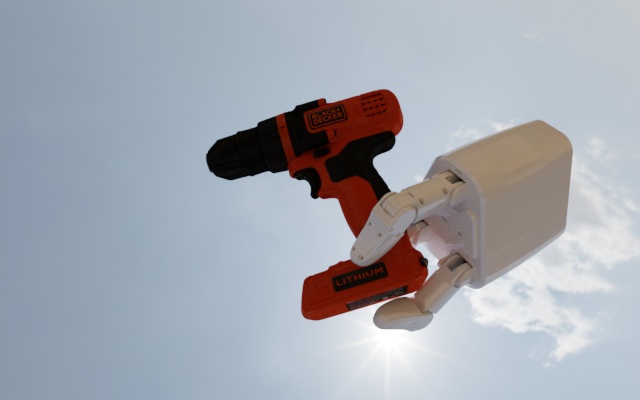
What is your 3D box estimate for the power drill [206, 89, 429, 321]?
[{"bbox_3d":[0.000,0.002,0.411,0.184,0.187,0.057,-17,-22,4],"label":"power drill"}]
